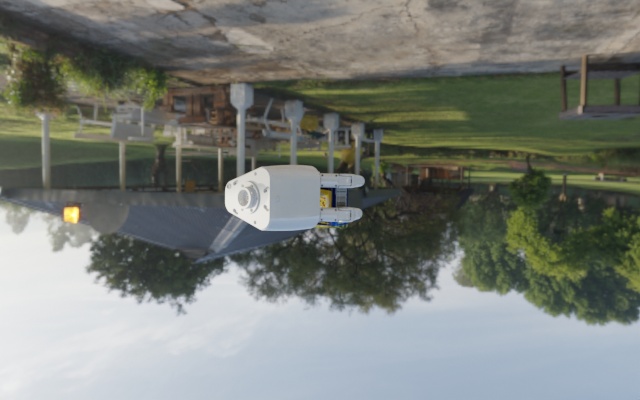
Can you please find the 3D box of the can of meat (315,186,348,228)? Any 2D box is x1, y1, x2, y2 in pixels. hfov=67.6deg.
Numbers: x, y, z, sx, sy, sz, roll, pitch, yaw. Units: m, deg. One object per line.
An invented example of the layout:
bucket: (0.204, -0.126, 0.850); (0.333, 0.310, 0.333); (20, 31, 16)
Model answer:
can of meat: (0.000, 0.003, 0.817); (0.102, 0.084, 0.057); (3, 3, 38)
